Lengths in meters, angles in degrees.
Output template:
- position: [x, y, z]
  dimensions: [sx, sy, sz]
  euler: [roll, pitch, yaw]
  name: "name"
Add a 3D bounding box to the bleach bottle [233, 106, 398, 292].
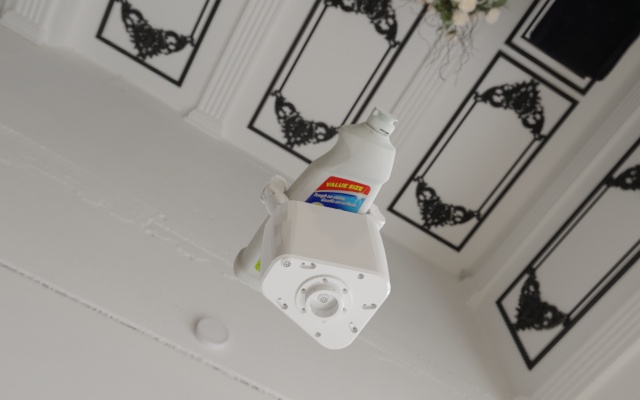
- position: [0.000, 0.002, 0.553]
  dimensions: [0.102, 0.251, 0.068]
  euler: [28, 20, -13]
  name: "bleach bottle"
